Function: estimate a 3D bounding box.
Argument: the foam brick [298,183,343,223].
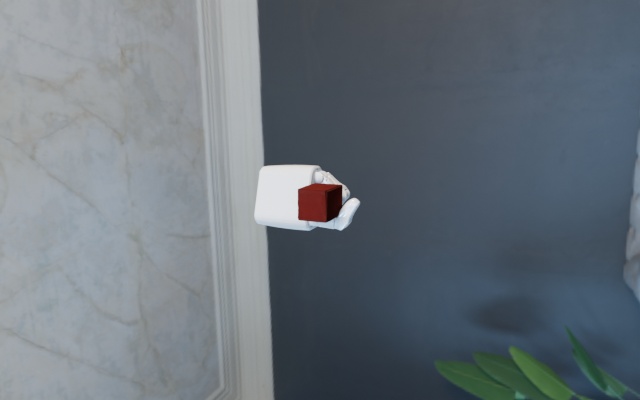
[{"bbox_3d":[0.000,0.003,0.787,0.051,0.053,0.078,5,11,21],"label":"foam brick"}]
